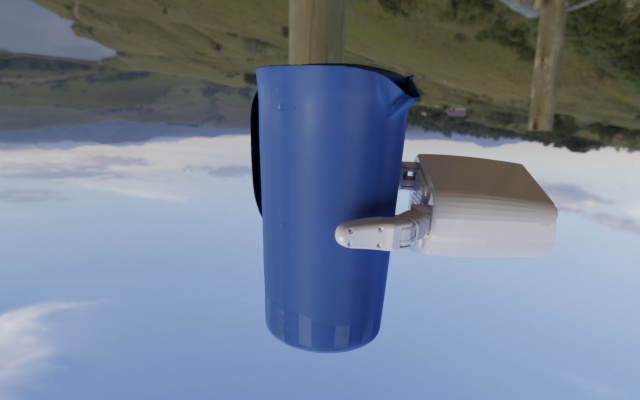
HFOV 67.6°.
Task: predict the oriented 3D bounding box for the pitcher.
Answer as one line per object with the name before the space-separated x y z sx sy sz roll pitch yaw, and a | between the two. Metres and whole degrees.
pitcher | 0.000 0.001 0.434 0.145 0.243 0.149 3 11 -2
